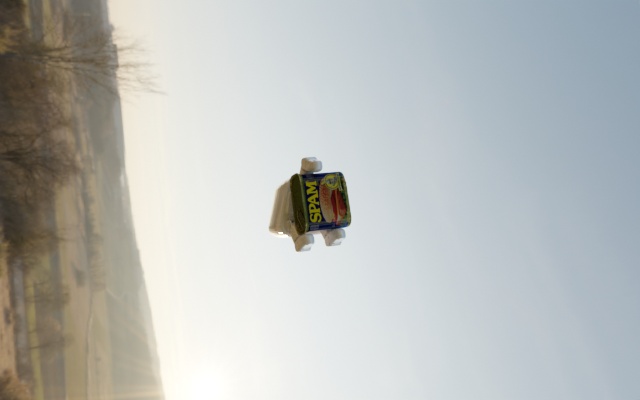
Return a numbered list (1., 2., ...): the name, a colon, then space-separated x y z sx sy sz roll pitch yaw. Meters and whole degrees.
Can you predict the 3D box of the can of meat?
1. can of meat: 0.000 0.003 0.807 0.084 0.102 0.057 -6 -6 -21
